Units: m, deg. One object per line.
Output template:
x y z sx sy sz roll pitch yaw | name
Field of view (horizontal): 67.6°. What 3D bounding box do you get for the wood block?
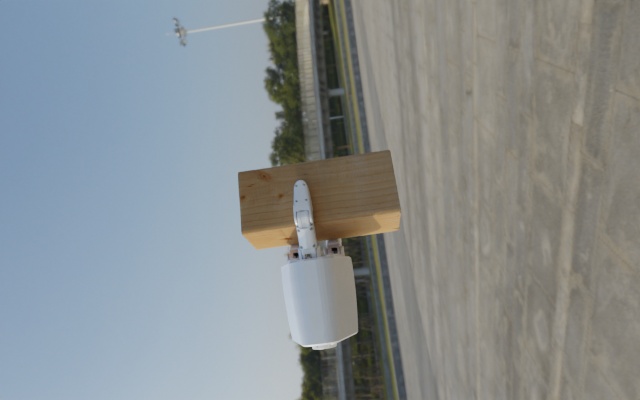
0.000 0.002 0.659 0.206 0.090 0.091 -8 -21 4 | wood block
